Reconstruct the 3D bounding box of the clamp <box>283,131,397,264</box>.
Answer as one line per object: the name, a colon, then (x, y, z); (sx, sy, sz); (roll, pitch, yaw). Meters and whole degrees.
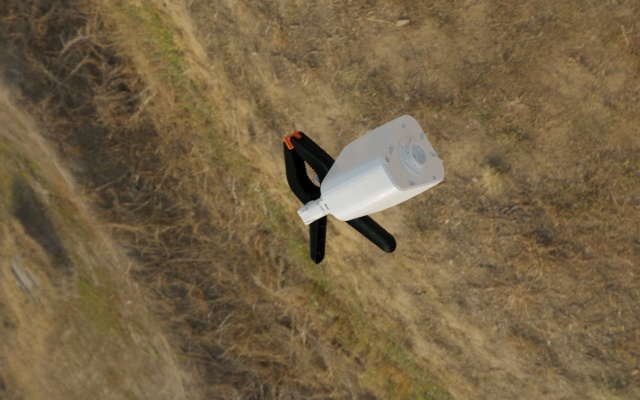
clamp: (-0.001, 0.002, 0.694); (0.164, 0.210, 0.036); (-27, 7, 46)
